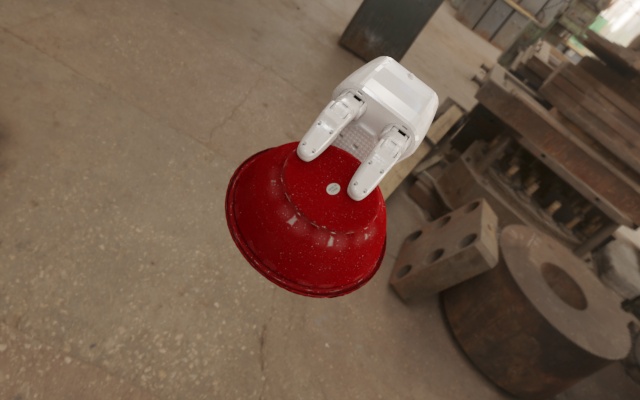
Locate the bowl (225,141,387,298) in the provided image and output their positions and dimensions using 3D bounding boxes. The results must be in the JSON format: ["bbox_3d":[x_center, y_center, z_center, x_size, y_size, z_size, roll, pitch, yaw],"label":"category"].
[{"bbox_3d":[0.000,0.002,0.425,0.162,0.162,0.055,0,-31,-26],"label":"bowl"}]
